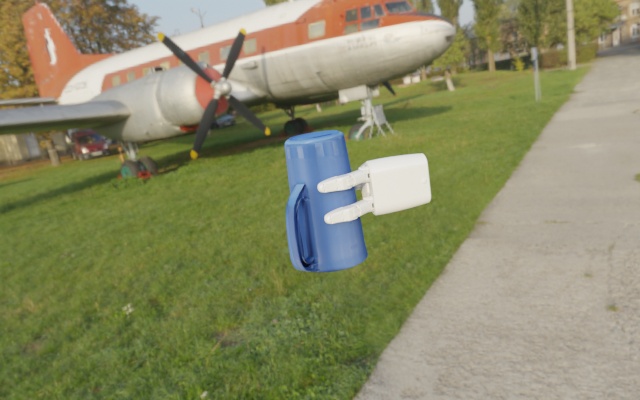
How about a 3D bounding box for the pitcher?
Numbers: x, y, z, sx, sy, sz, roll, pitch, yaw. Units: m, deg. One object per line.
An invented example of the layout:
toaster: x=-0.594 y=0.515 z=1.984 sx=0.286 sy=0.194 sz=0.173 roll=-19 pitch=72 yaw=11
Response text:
pitcher: x=0.000 y=0.003 z=0.864 sx=0.145 sy=0.243 sz=0.149 roll=-11 pitch=13 yaw=-6
